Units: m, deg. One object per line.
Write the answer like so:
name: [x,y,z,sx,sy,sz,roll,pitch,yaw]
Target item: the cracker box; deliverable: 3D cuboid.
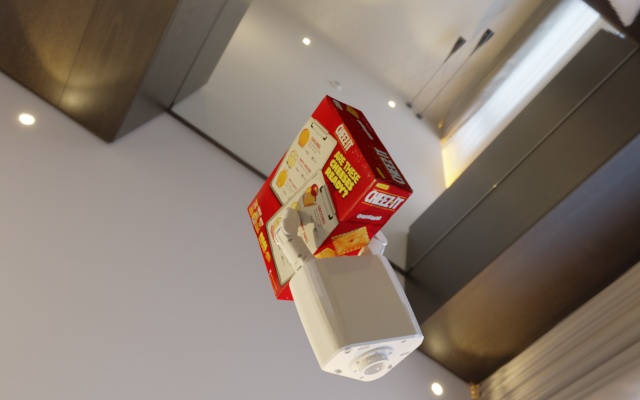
cracker box: [0.000,0.002,0.615,0.072,0.164,0.214,14,-53,-37]
